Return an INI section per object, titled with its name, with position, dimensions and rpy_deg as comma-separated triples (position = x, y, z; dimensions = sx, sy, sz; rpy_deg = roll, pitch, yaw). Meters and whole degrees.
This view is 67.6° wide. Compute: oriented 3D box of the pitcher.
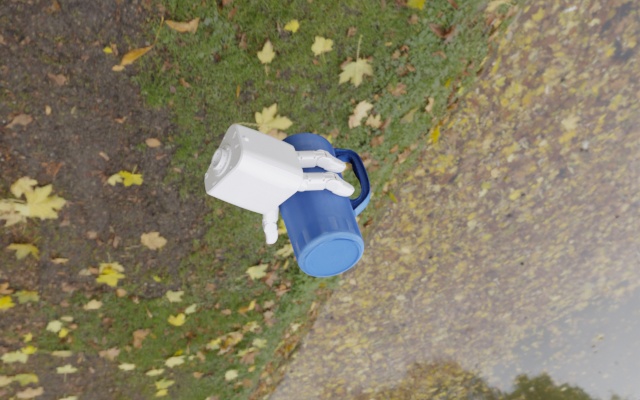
[pitcher]
position = 0.000, 0.003, 0.816
dimensions = 0.145, 0.242, 0.149
rpy_deg = 22, -56, -35
